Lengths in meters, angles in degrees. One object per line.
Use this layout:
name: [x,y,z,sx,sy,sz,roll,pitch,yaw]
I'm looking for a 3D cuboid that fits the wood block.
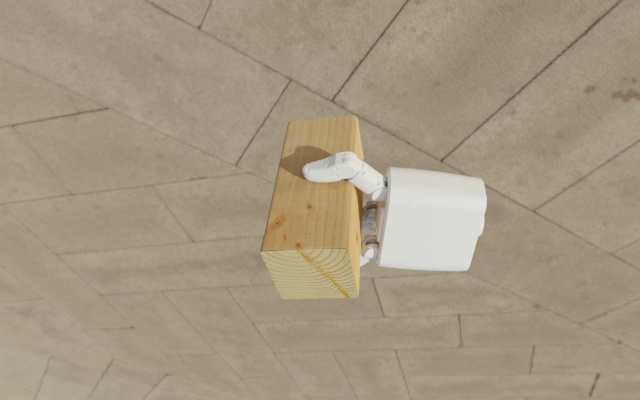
wood block: [0.000,0.002,0.559,0.090,0.206,0.091,-3,-43,11]
